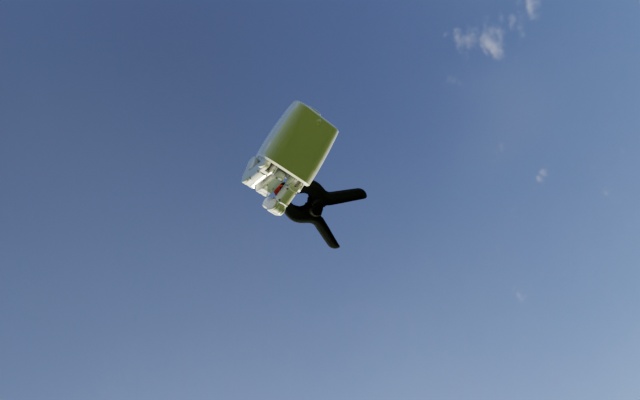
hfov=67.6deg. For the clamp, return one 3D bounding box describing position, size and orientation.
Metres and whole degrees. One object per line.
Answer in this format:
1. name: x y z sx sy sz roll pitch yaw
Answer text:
1. clamp: 0.000 0.003 0.835 0.171 0.120 0.039 33 -1 -32
